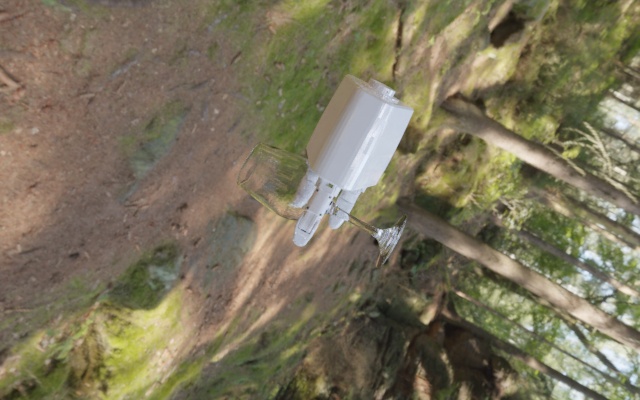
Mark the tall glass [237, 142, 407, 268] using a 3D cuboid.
[{"bbox_3d":[0.001,0.002,0.584,0.201,0.079,0.079,28,1,2],"label":"tall glass"}]
